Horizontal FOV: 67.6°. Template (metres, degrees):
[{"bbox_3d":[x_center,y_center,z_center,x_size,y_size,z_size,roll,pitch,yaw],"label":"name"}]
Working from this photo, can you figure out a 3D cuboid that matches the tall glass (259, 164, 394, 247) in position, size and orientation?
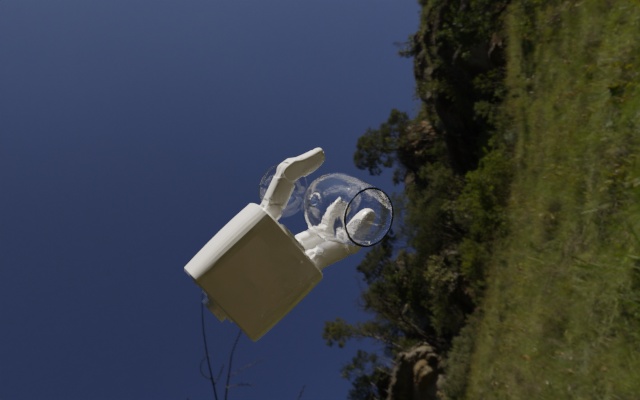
[{"bbox_3d":[0.000,0.002,0.566,0.079,0.079,0.201,0,9,-31],"label":"tall glass"}]
